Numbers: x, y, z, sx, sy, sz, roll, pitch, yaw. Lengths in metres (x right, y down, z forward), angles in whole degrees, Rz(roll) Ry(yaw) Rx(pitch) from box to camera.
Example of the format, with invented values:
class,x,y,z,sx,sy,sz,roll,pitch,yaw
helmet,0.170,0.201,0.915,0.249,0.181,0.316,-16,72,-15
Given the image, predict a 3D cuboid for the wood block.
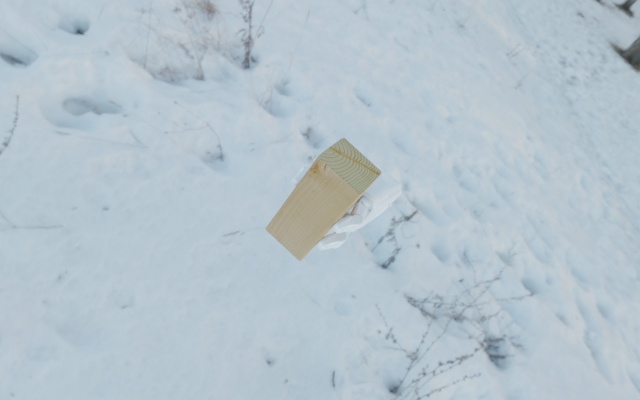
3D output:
class,x,y,z,sx,sy,sz,roll,pitch,yaw
wood block,0.000,0.002,0.830,0.090,0.091,0.206,-42,-7,-49
